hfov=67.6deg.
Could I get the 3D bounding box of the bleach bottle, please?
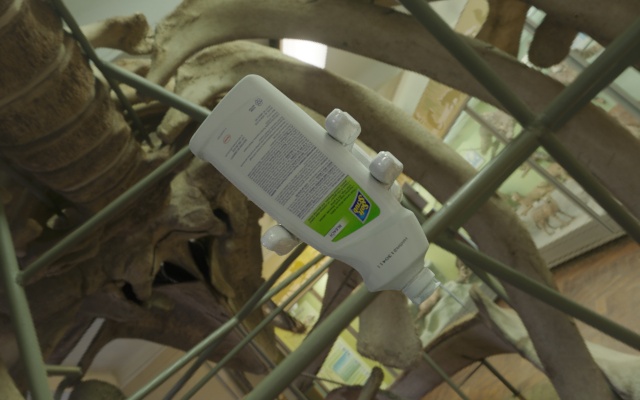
[{"bbox_3d":[0.000,0.001,0.437,0.251,0.102,0.068,44,10,11],"label":"bleach bottle"}]
